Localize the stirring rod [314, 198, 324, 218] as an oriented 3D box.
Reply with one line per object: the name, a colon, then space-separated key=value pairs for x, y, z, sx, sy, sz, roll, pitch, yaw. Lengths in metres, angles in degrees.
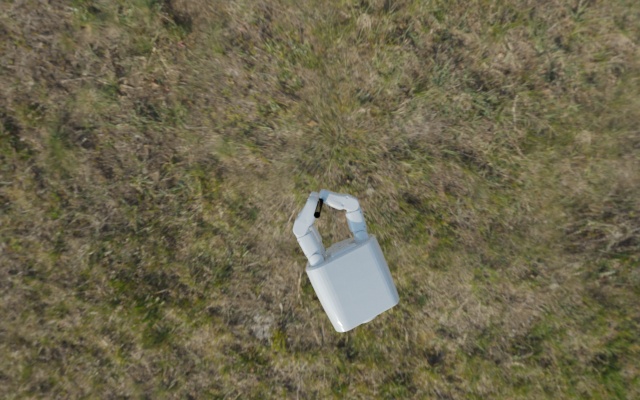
stirring rod: x=0.000 y=0.002 z=0.681 sx=0.011 sy=0.011 sz=0.239 roll=0 pitch=7 yaw=2
